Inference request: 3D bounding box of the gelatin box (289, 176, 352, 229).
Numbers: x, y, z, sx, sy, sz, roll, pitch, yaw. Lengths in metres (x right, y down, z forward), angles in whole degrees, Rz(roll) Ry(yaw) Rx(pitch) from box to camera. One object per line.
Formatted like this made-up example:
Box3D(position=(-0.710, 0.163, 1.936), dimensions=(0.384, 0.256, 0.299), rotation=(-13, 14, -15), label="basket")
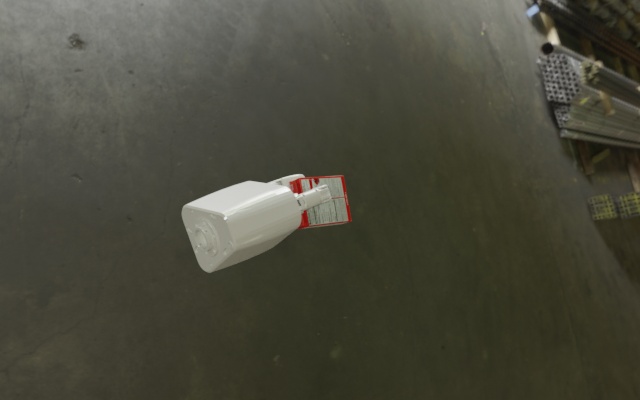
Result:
Box3D(position=(0.001, 0.002, 0.717), dimensions=(0.089, 0.073, 0.030), rotation=(-5, -8, -38), label="gelatin box")
